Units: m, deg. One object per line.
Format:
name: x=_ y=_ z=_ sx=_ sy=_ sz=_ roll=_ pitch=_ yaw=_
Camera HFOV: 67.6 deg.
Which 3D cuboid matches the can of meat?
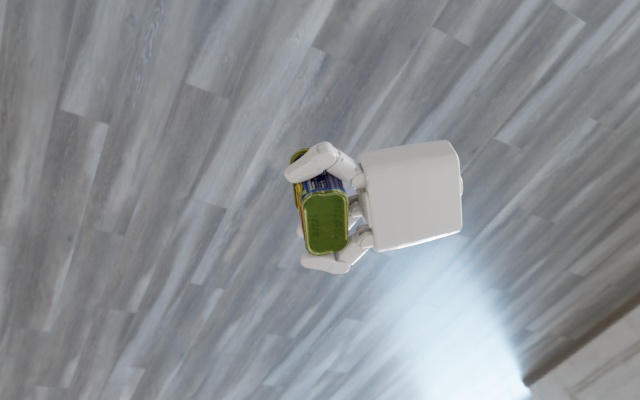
can of meat: x=0.000 y=0.002 z=0.562 sx=0.057 sy=0.102 sz=0.084 roll=-9 pitch=41 yaw=-5
